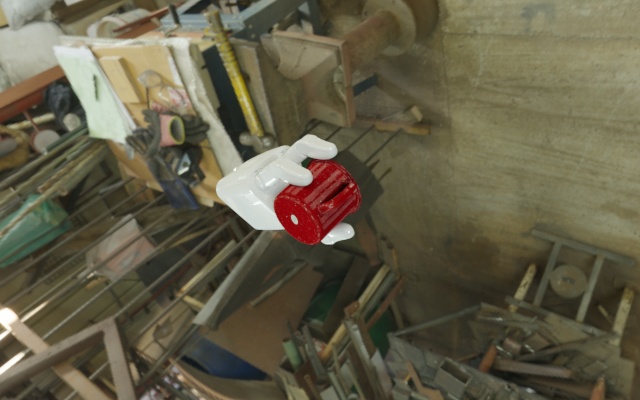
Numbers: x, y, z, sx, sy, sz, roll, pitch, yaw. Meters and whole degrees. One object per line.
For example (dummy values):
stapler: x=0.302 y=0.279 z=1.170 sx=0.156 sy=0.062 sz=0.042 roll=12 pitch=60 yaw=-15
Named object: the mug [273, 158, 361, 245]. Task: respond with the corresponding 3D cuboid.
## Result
mug: x=0.001 y=0.002 z=0.617 sx=0.081 sy=0.093 sz=0.117 roll=-43 pitch=19 yaw=-33
